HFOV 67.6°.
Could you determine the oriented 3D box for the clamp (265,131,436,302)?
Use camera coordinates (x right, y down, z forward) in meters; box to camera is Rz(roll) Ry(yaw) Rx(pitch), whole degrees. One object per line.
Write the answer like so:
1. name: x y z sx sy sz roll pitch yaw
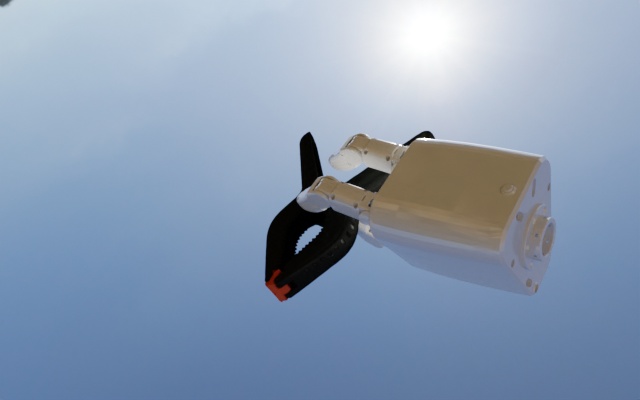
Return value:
1. clamp: 0.000 0.003 0.476 0.164 0.210 0.036 12 -33 42
